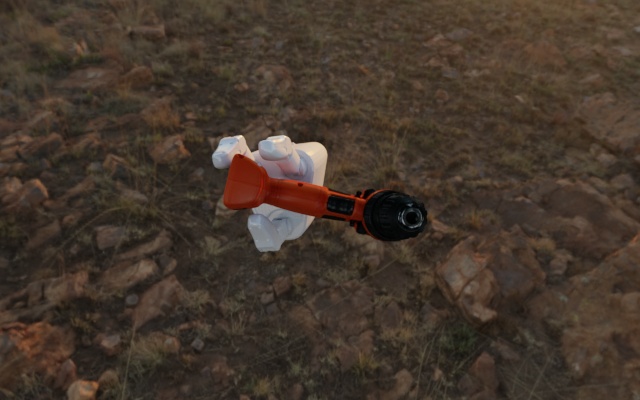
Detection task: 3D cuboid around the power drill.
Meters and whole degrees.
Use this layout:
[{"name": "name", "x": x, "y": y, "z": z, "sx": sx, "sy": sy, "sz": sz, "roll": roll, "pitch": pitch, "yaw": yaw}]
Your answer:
[{"name": "power drill", "x": 0.000, "y": 0.001, "z": 0.485, "sx": 0.187, "sy": 0.057, "sz": 0.184, "roll": 14, "pitch": -4, "yaw": -7}]
